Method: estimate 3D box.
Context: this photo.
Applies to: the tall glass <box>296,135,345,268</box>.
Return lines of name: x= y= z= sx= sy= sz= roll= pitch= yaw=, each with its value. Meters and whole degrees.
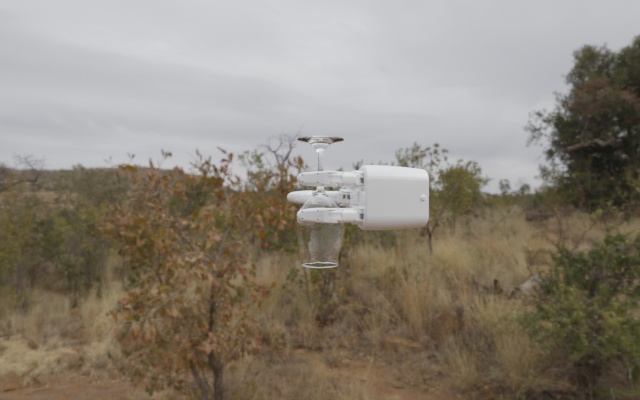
tall glass: x=0.000 y=0.002 z=0.752 sx=0.079 sy=0.201 sz=0.079 roll=0 pitch=0 yaw=0
